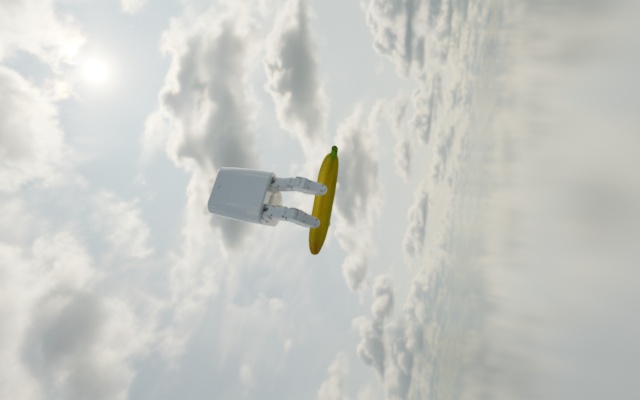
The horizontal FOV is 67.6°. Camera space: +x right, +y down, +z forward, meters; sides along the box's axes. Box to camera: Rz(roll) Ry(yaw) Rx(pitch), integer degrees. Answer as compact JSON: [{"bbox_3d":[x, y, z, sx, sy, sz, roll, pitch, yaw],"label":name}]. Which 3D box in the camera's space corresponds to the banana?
[{"bbox_3d":[0.004,-0.001,0.873,0.037,0.198,0.069,10,4,10],"label":"banana"}]
